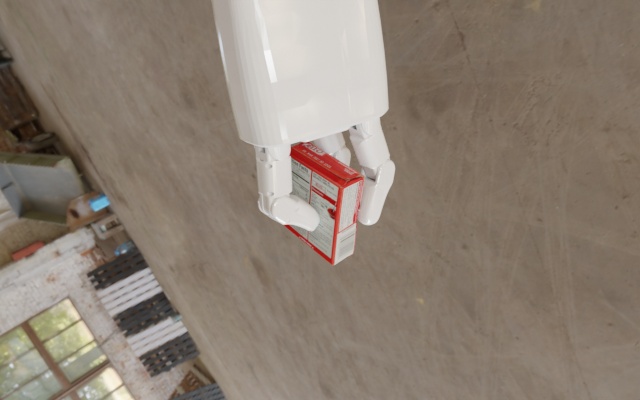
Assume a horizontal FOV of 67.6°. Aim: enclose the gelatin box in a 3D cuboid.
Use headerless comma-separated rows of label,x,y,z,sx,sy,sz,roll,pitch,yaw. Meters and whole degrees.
gelatin box,0.000,0.002,0.425,0.030,0.089,0.073,-25,45,-35
